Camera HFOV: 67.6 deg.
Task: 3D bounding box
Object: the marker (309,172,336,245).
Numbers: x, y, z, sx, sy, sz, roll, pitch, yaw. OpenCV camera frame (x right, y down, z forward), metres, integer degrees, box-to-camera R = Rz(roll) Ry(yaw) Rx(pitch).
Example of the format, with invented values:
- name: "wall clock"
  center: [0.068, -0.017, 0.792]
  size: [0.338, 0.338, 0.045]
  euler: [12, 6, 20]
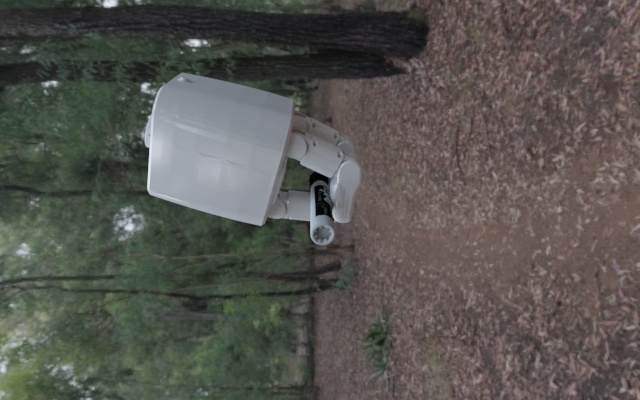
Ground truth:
- name: "marker"
  center: [0.000, 0.001, 0.409]
  size: [0.020, 0.020, 0.121]
  euler: [0, 24, -2]
